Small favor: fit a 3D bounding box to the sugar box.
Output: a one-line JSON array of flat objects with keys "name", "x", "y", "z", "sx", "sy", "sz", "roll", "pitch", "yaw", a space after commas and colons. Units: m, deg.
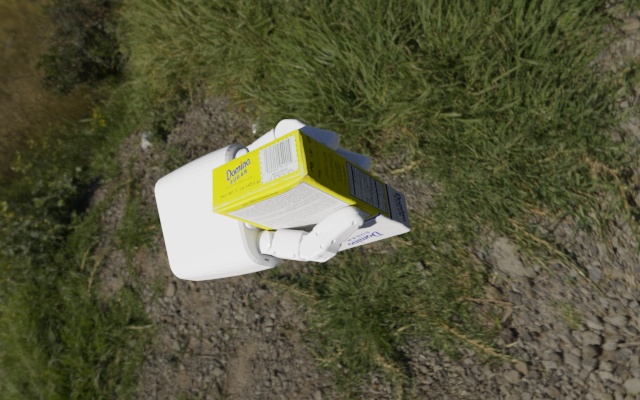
[{"name": "sugar box", "x": 0.000, "y": 0.001, "z": 0.426, "sx": 0.093, "sy": 0.048, "sz": 0.176, "roll": -19, "pitch": -24, "yaw": 30}]
